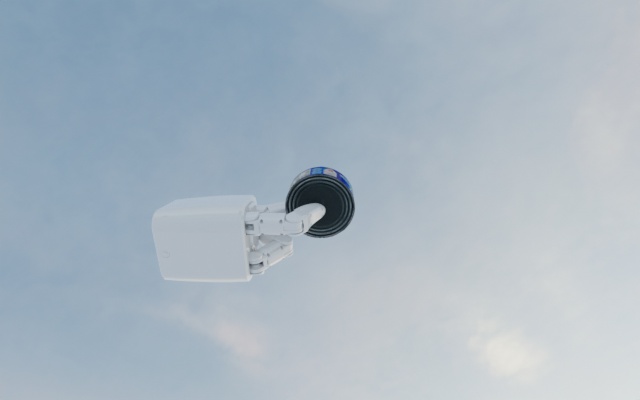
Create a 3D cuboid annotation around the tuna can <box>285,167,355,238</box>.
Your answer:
[{"bbox_3d":[0.000,0.002,0.598,0.086,0.086,0.033,0,24,3],"label":"tuna can"}]
